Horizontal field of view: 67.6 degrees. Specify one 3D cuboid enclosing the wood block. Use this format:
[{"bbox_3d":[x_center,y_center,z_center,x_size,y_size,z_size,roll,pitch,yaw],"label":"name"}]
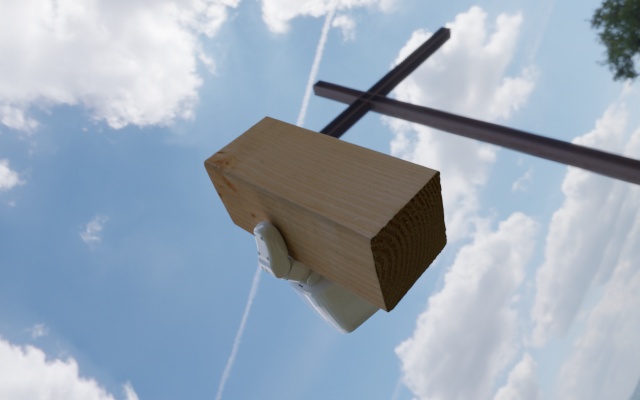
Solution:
[{"bbox_3d":[0.000,0.002,0.439,0.206,0.090,0.090,23,55,38],"label":"wood block"}]
